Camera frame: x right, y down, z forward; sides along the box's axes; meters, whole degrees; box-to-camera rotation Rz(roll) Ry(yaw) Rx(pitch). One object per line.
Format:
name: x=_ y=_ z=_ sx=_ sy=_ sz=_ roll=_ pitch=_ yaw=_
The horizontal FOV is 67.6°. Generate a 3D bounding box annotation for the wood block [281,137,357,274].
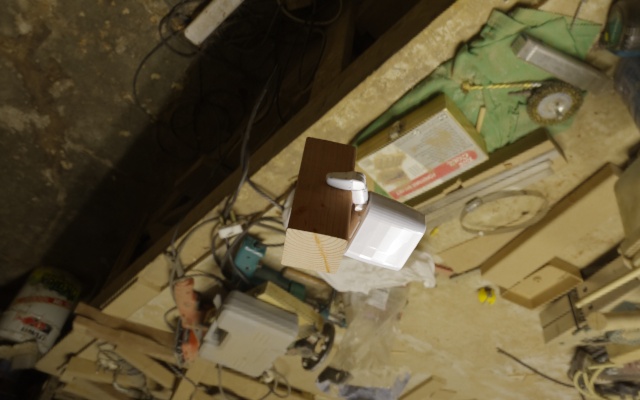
wood block: x=0.001 y=0.003 z=0.772 sx=0.090 sy=0.206 sz=0.091 roll=12 pitch=-43 yaw=-3
